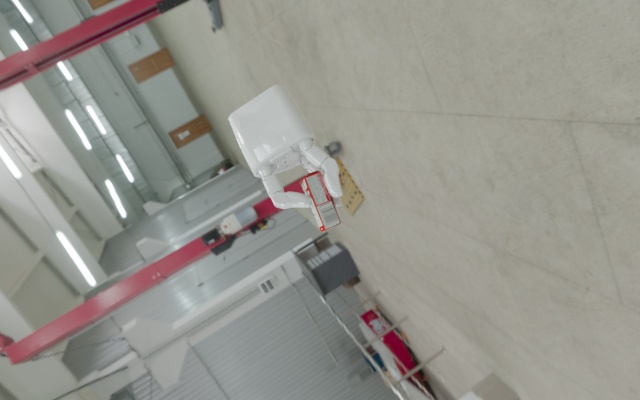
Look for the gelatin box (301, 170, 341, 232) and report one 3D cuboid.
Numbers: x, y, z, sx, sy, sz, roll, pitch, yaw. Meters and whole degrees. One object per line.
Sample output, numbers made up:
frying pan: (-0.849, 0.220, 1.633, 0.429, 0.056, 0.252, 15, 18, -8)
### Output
gelatin box: (0.000, 0.003, 0.750, 0.030, 0.089, 0.073, -21, -4, -7)
